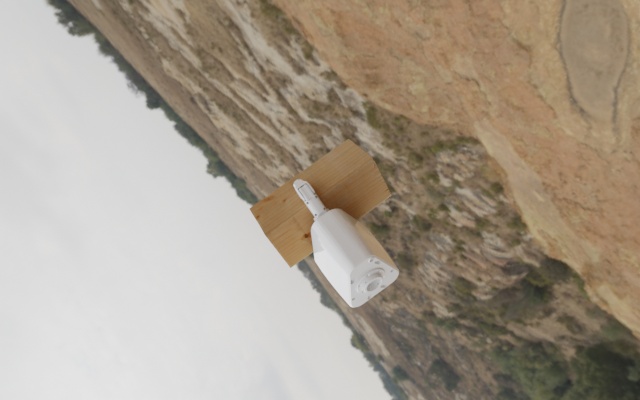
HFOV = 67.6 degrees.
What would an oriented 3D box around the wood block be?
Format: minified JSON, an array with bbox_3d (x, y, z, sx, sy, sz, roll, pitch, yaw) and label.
[{"bbox_3d":[0.000,0.003,0.793,0.206,0.091,0.090,-35,37,-4],"label":"wood block"}]
